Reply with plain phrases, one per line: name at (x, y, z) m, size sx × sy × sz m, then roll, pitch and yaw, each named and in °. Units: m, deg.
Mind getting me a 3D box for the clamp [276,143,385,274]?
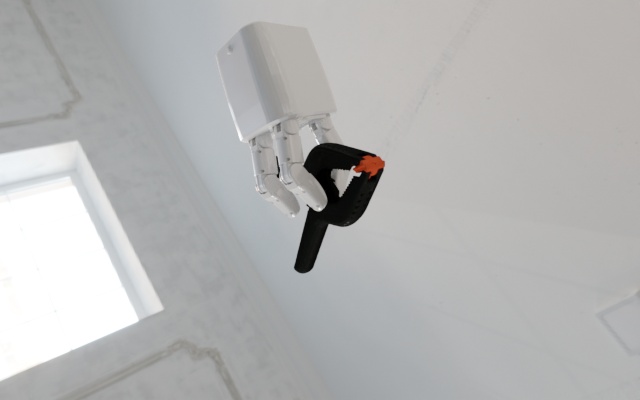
clamp at (0.001, 0.001, 0.550) m, size 0.036 × 0.164 × 0.210 m, roll -20°, pitch 2°, yaw -37°
